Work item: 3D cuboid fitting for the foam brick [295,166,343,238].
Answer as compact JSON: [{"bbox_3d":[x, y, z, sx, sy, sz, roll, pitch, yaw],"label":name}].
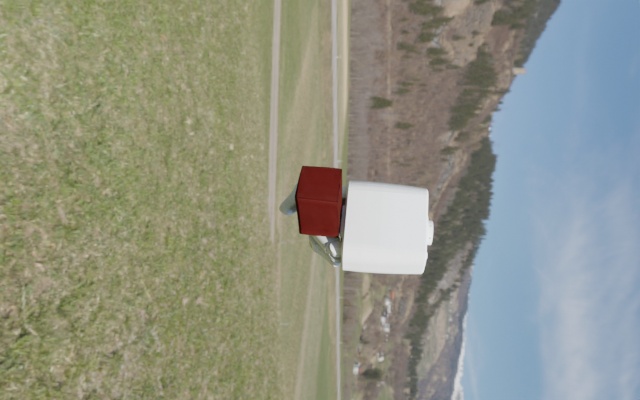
[{"bbox_3d":[0.000,0.002,0.591,0.051,0.053,0.078,5,-37,7],"label":"foam brick"}]
